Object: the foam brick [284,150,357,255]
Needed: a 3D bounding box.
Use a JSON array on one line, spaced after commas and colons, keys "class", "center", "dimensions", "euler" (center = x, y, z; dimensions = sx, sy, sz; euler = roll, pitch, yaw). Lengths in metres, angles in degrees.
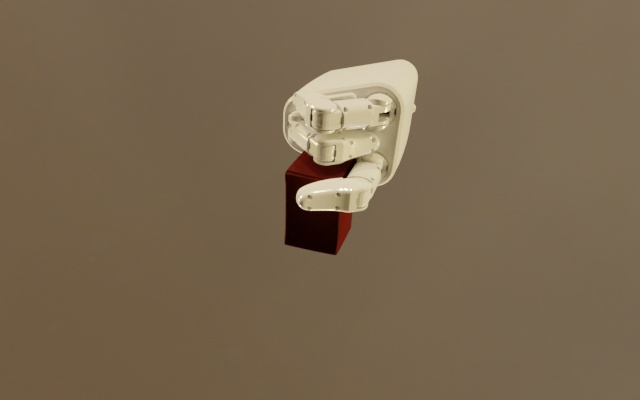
[{"class": "foam brick", "center": [0.000, 0.002, 0.438], "dimensions": [0.053, 0.078, 0.051], "euler": [13, 32, 14]}]
